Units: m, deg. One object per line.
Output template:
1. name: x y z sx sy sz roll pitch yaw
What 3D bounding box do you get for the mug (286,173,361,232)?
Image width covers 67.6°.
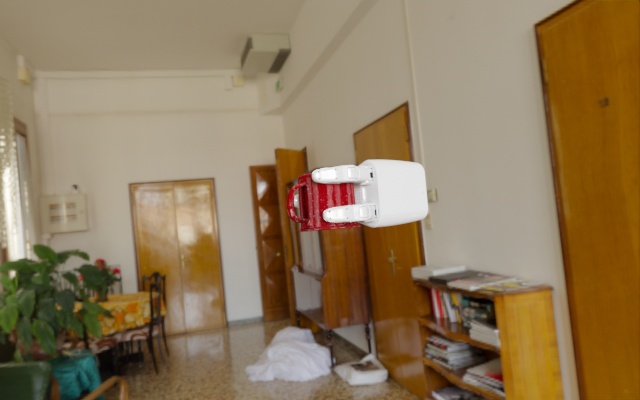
1. mug: -0.001 0.002 0.689 0.117 0.081 0.093 -2 -4 -37
